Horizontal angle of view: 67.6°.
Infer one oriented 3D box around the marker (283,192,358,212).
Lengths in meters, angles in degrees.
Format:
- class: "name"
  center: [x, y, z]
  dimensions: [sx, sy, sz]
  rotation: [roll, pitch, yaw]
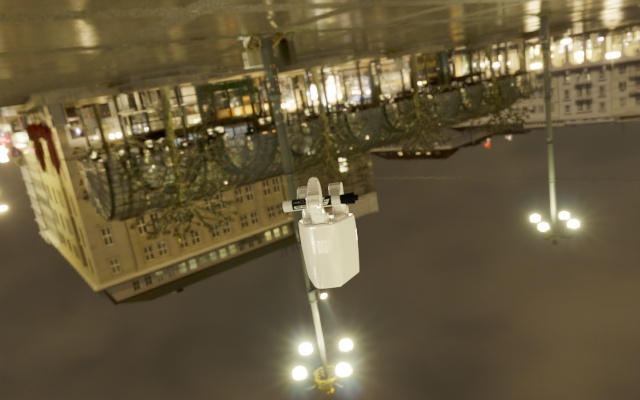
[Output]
- class: "marker"
  center: [0.000, 0.002, 0.762]
  dimensions: [0.121, 0.020, 0.020]
  rotation: [-7, -1, 9]
